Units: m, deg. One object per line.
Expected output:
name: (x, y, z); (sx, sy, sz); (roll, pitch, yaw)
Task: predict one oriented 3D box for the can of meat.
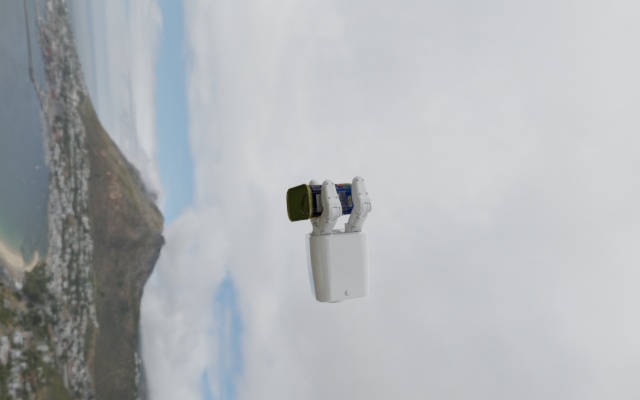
can of meat: (0.000, 0.003, 0.789); (0.084, 0.057, 0.102); (-3, -4, -24)
